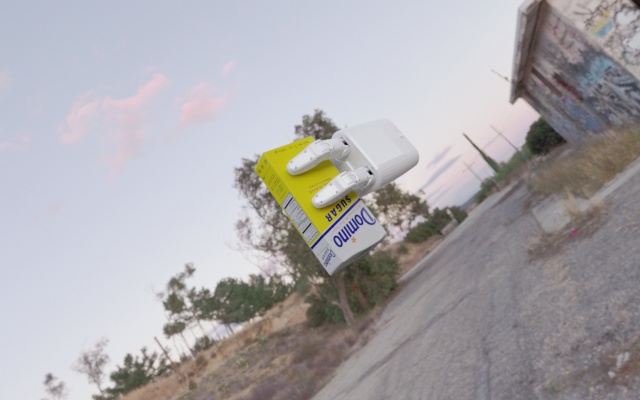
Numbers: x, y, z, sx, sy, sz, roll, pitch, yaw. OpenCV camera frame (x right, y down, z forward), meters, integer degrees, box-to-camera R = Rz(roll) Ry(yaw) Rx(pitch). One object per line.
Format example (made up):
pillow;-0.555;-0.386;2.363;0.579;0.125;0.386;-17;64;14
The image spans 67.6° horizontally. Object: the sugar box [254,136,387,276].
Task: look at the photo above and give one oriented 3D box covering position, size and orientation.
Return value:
sugar box;0.000;0.002;0.631;0.093;0.176;0.048;-26;-19;-40
